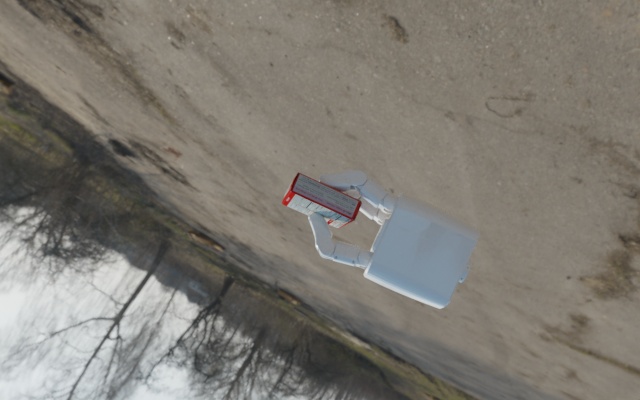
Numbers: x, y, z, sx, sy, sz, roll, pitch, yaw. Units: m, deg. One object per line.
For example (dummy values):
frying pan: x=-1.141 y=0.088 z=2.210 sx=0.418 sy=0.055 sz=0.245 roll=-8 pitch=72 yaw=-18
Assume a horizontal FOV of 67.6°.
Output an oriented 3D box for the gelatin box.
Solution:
gelatin box: x=0.000 y=0.002 z=0.612 sx=0.089 sy=0.030 sz=0.073 roll=24 pitch=-16 yaw=-7
